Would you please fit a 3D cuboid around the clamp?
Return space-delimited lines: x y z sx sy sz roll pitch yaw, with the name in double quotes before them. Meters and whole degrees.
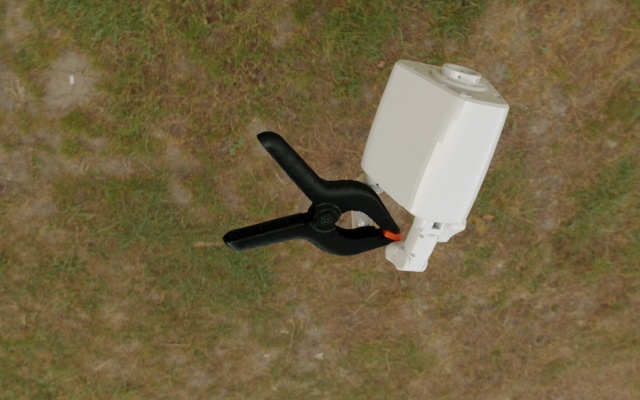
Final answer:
"clamp" 0.000 0.002 0.454 0.171 0.120 0.039 6 30 -15
